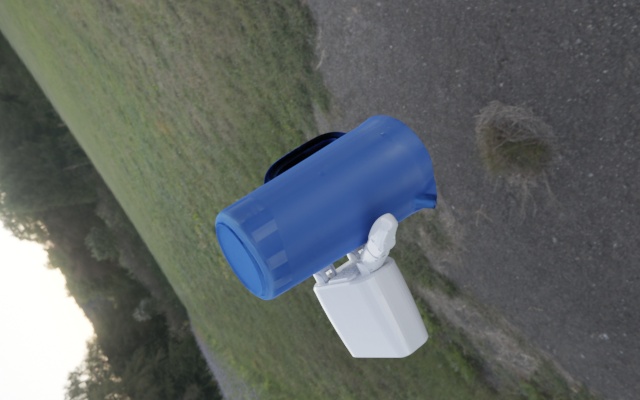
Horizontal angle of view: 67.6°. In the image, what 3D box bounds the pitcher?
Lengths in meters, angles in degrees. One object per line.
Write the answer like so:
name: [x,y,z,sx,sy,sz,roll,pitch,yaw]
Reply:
pitcher: [0.000,0.002,0.560,0.242,0.145,0.149,-31,6,-26]
